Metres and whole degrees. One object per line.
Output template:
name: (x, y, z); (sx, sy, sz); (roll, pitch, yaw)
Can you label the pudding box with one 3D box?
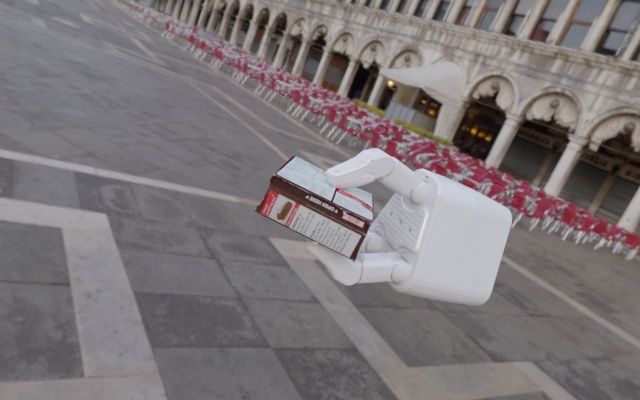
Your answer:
pudding box: (0.000, 0.001, 0.421); (0.090, 0.039, 0.113); (26, 13, 0)
